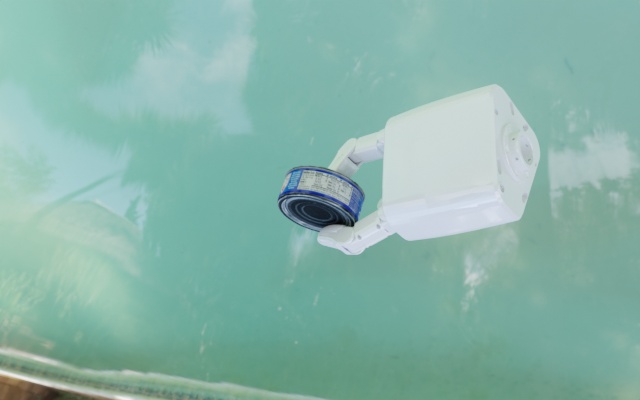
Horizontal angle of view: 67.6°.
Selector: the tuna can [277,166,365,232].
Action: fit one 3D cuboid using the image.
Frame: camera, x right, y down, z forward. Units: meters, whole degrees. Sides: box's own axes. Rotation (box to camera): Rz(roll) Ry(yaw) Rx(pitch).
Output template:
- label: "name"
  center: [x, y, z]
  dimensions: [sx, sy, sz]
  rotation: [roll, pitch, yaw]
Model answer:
- label: "tuna can"
  center: [0.000, 0.002, 0.488]
  dimensions: [0.086, 0.033, 0.086]
  rotation: [14, -25, 7]
